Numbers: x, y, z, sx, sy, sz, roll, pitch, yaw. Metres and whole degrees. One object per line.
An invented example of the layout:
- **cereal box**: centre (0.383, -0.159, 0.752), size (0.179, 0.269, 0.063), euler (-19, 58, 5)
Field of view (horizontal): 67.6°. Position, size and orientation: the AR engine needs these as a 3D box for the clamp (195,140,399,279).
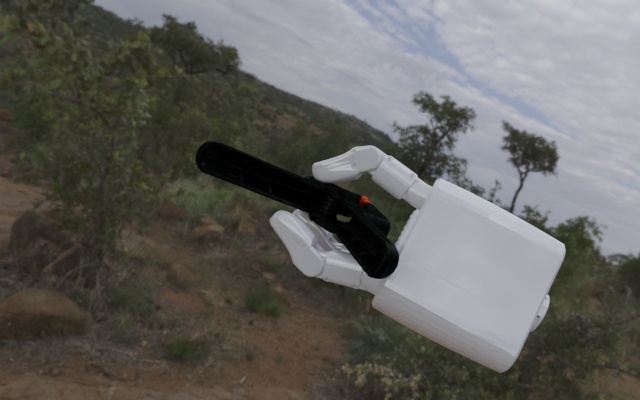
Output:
- **clamp**: centre (0.001, 0.001, 0.408), size (0.164, 0.036, 0.210), euler (31, 8, 12)
